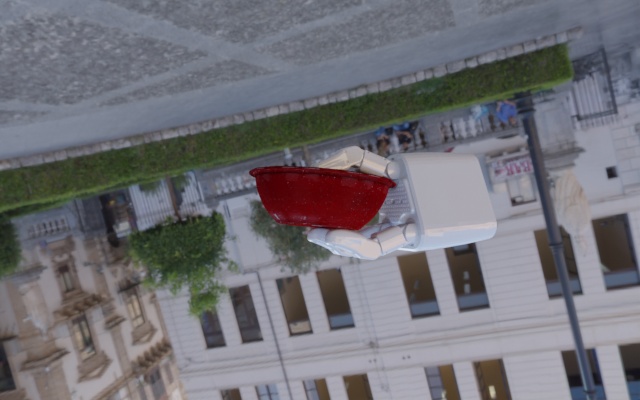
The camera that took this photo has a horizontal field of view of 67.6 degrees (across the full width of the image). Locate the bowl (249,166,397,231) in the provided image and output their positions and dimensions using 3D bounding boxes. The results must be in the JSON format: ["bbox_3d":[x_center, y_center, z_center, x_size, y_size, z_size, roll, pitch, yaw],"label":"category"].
[{"bbox_3d":[-0.001,0.002,0.524,0.162,0.055,0.162,5,-4,0],"label":"bowl"}]
